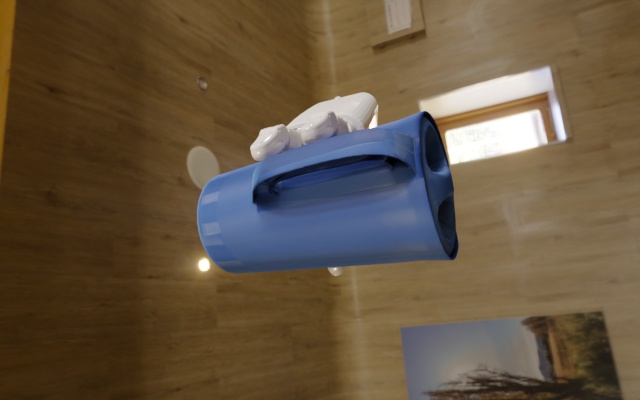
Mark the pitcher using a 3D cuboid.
[{"bbox_3d":[0.000,0.001,0.460,0.243,0.149,0.145,-11,22,24],"label":"pitcher"}]
